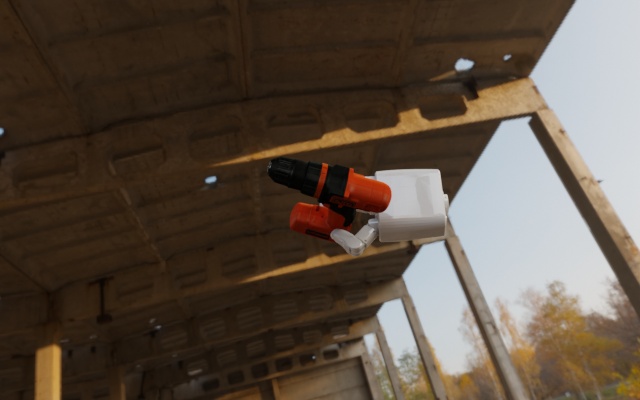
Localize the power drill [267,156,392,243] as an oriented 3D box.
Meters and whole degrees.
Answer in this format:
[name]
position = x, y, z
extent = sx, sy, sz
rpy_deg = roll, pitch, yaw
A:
[power drill]
position = 0.000, 0.003, 0.752
extent = 0.184, 0.057, 0.188
rpy_deg = 17, -24, -4
